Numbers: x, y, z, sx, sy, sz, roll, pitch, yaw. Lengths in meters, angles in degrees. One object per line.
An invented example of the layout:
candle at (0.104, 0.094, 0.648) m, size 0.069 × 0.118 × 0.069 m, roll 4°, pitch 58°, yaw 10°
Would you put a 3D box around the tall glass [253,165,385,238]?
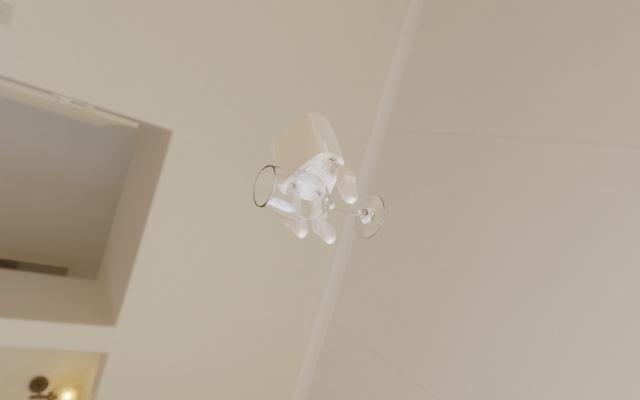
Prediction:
tall glass at (0.001, 0.003, 0.728) m, size 0.201 × 0.079 × 0.079 m, roll 16°, pitch -9°, yaw -34°
